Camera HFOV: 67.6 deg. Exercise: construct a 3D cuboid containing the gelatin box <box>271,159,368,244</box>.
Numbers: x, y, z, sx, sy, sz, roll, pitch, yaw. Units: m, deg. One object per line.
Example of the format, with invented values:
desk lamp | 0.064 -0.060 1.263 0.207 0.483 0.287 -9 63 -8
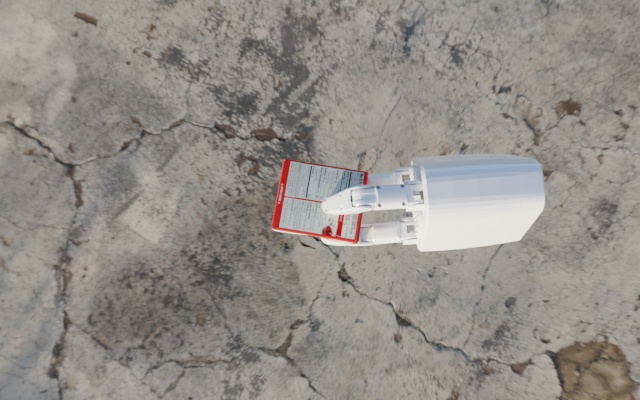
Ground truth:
gelatin box | 0.000 0.001 0.487 0.089 0.073 0.030 9 -7 3
